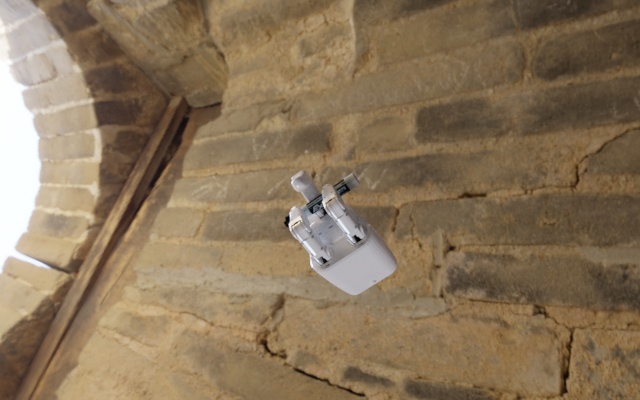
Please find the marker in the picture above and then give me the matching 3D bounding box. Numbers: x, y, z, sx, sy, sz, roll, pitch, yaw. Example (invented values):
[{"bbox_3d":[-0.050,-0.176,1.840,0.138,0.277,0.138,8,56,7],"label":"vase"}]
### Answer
[{"bbox_3d":[0.000,0.002,0.669,0.121,0.020,0.020,-33,-7,10],"label":"marker"}]
